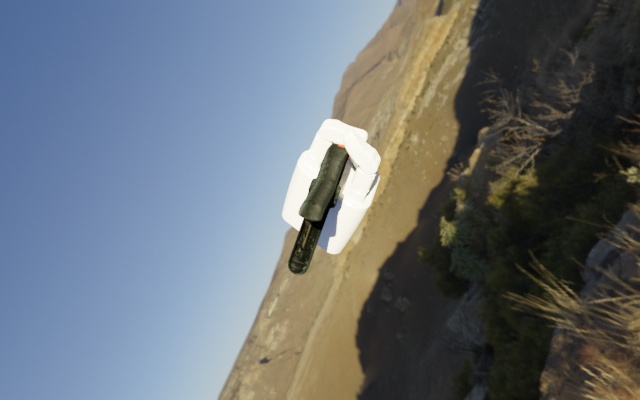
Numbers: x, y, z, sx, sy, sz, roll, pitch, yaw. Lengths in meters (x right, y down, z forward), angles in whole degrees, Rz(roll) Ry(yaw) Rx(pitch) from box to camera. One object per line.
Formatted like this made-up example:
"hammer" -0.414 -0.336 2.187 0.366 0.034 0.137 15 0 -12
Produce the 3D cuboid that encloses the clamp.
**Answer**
"clamp" 0.000 0.001 0.559 0.039 0.120 0.171 25 42 1
